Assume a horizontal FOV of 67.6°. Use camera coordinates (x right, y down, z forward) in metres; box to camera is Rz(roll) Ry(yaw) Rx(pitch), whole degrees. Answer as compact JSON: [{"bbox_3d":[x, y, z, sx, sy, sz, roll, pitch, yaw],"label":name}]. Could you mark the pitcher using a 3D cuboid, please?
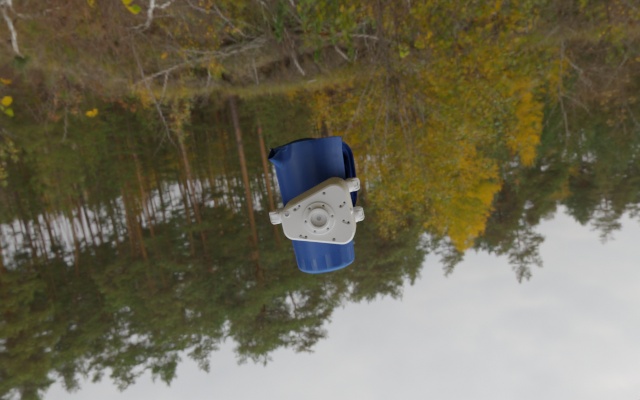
[{"bbox_3d":[0.000,0.003,0.893,0.149,0.243,0.145,-10,5,5],"label":"pitcher"}]
